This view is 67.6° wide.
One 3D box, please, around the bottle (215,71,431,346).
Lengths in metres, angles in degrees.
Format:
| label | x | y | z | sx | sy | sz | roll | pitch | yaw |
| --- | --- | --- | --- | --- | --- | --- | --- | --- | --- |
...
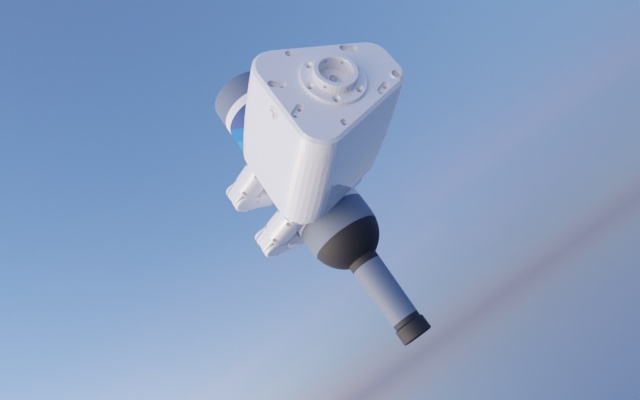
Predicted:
| label | x | y | z | sx | sy | sz | roll | pitch | yaw |
| --- | --- | --- | --- | --- | --- | --- | --- | --- | --- |
| bottle | 0.000 | 0.001 | 0.447 | 0.069 | 0.295 | 0.069 | -31 | -22 | -14 |
